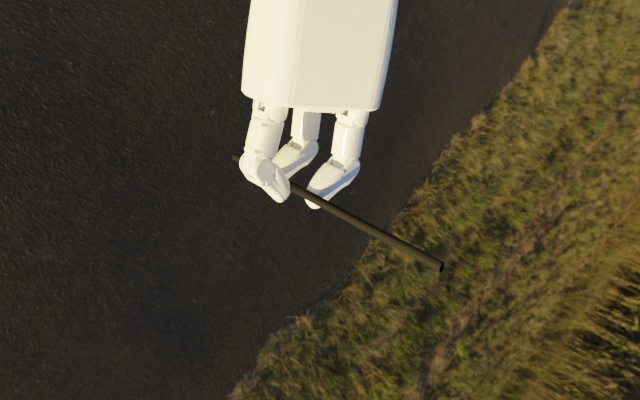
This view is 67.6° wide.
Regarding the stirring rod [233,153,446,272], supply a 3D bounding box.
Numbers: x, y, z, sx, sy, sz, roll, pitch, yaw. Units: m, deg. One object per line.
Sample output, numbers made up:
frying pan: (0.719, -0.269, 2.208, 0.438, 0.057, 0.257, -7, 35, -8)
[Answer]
stirring rod: (0.000, 0.001, 0.403, 0.239, 0.011, 0.011, 28, 18, 37)
